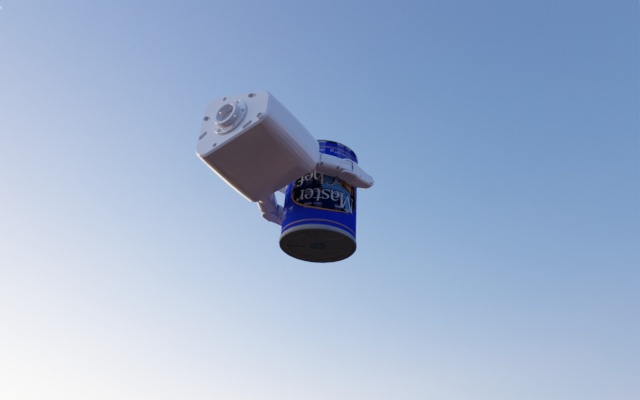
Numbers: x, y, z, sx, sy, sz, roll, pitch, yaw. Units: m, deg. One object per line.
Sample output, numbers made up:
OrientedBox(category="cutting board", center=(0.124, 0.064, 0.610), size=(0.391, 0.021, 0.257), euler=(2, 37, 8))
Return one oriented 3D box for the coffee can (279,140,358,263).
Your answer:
OrientedBox(category="coffee can", center=(0.000, 0.002, 0.663), size=(0.103, 0.140, 0.103), euler=(3, -32, 2))
